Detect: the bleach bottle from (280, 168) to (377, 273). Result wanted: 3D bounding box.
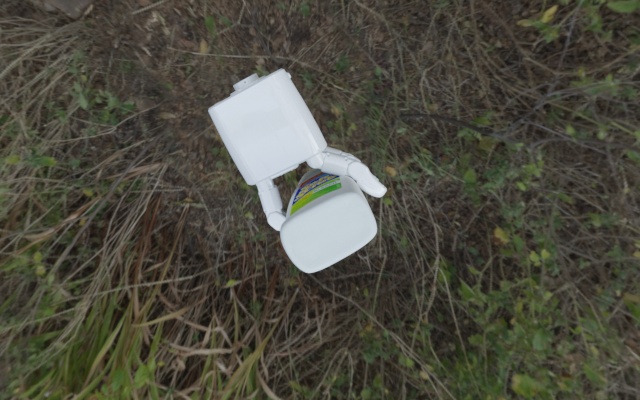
[{"bbox_3d":[0.000,0.002,0.611,0.102,0.068,0.250,-28,15,2],"label":"bleach bottle"}]
